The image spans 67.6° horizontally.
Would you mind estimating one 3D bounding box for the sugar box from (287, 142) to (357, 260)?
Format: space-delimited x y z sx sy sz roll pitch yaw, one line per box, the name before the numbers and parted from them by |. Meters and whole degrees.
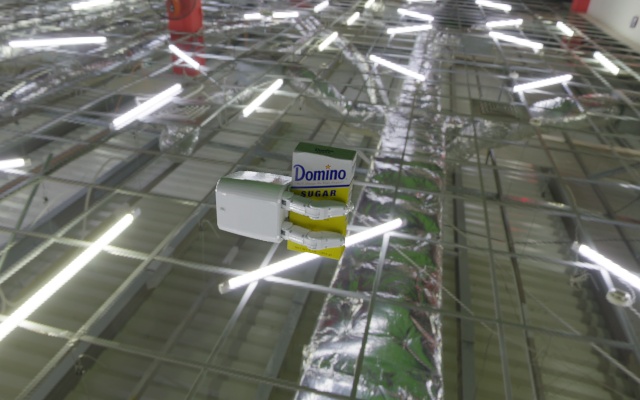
sugar box | 0.000 0.003 0.750 0.093 0.176 0.048 10 30 10
